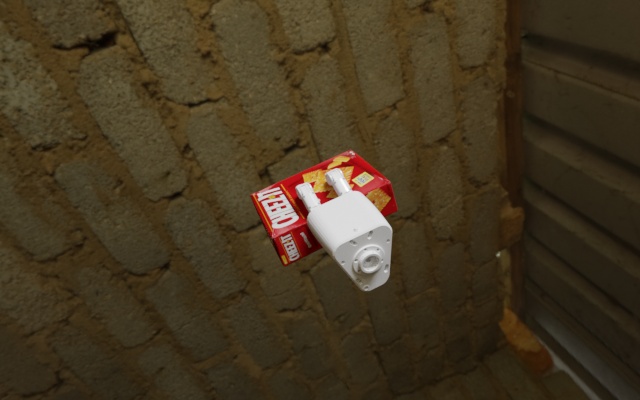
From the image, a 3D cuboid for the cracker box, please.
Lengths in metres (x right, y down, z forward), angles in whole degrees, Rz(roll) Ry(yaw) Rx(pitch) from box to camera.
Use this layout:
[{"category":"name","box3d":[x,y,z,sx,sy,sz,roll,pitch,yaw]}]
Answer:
[{"category":"cracker box","box3d":[0.000,0.003,0.834,0.213,0.072,0.164,-25,32,-9]}]
